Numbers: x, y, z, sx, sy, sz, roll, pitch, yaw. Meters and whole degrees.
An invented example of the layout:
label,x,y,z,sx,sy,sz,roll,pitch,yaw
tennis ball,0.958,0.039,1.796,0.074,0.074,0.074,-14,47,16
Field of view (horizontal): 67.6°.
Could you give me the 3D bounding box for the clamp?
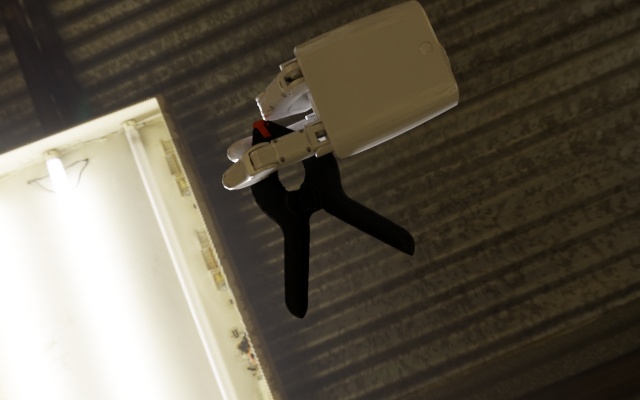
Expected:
label,x,y,z,sx,sy,sz,roll,pitch,yaw
clamp,0.000,0.001,0.408,0.120,0.171,0.039,-22,-6,6
